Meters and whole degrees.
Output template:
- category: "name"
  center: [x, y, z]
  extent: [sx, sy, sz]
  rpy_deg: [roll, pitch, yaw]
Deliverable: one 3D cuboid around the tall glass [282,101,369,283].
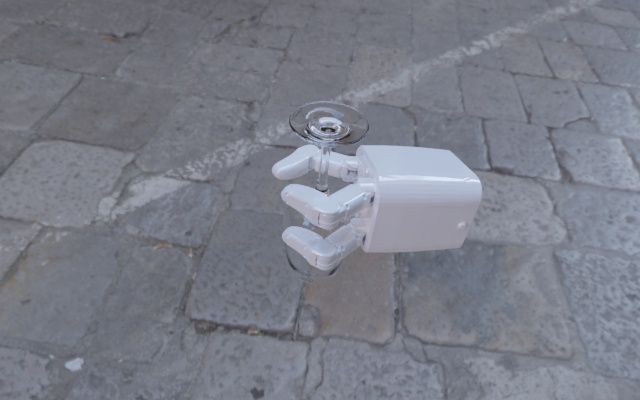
- category: "tall glass"
  center: [0.000, 0.001, 0.505]
  extent: [0.079, 0.201, 0.079]
  rpy_deg: [4, 42, -3]
